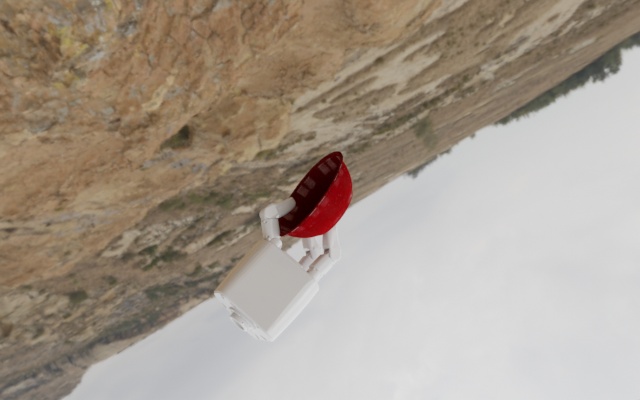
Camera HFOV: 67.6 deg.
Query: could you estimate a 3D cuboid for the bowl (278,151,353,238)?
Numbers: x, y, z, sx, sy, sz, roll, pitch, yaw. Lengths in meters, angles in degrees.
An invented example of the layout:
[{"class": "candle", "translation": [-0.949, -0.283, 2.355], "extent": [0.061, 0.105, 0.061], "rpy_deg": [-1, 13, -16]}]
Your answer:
[{"class": "bowl", "translation": [0.001, 0.002, 0.749], "extent": [0.055, 0.162, 0.162], "rpy_deg": [36, -13, -17]}]
